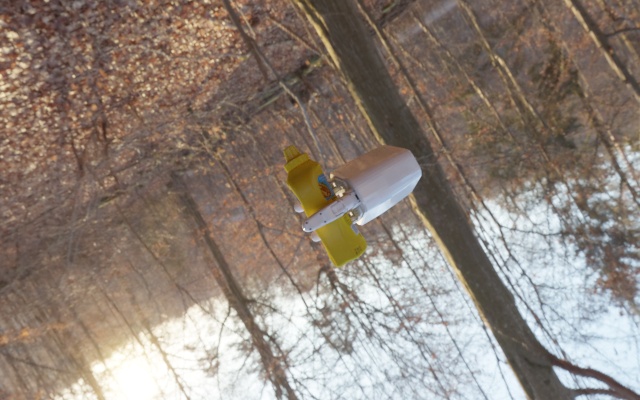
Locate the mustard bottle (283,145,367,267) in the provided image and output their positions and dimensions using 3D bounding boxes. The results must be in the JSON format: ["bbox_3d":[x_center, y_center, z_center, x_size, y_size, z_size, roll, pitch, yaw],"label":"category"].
[{"bbox_3d":[0.000,0.003,0.721,0.058,0.191,0.096,-30,2,14],"label":"mustard bottle"}]
